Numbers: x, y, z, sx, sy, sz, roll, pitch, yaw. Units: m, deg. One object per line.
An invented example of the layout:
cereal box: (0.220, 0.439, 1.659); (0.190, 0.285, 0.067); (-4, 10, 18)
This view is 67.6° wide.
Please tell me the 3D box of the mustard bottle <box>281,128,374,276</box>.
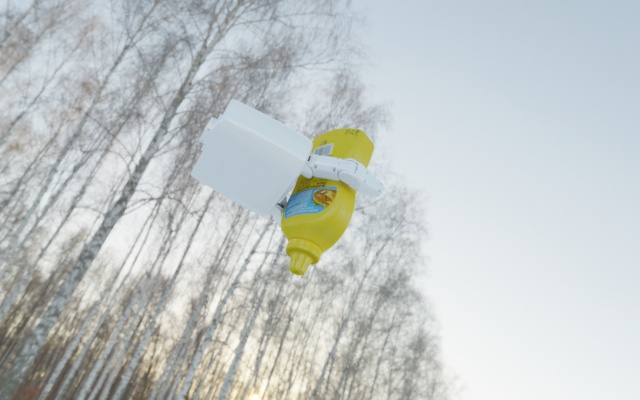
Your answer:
mustard bottle: (0.000, 0.002, 0.579); (0.096, 0.191, 0.058); (-10, -41, 40)
